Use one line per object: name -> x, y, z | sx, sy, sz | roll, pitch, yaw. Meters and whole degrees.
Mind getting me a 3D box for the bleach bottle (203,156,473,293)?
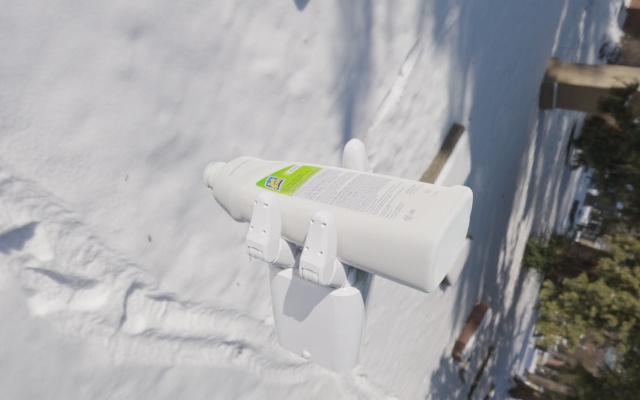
bleach bottle -> 0.000, 0.001, 0.441 | 0.251, 0.068, 0.102 | 17, 33, 27
